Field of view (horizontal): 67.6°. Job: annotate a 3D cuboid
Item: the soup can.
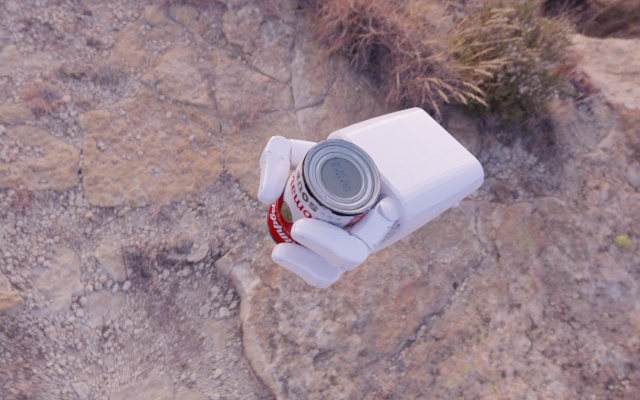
[{"bbox_3d":[0.000,0.001,0.406,0.068,0.068,0.102,0,-24,-23],"label":"soup can"}]
